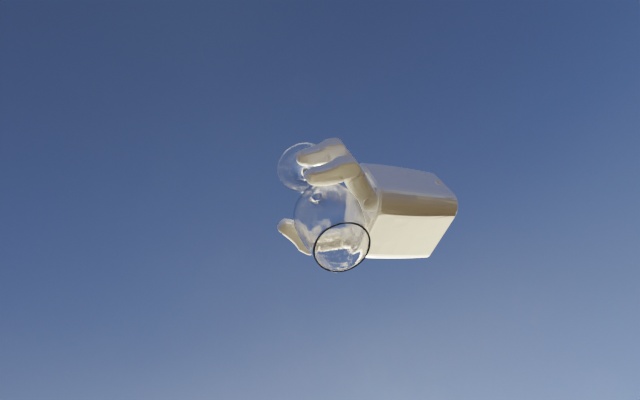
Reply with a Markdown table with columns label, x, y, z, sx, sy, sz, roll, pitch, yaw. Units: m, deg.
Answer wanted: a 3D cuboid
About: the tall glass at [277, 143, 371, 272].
| label | x | y | z | sx | sy | sz | roll | pitch | yaw |
| --- | --- | --- | --- | --- | --- | --- | --- | --- | --- |
| tall glass | 0.000 | 0.002 | 0.573 | 0.079 | 0.079 | 0.201 | 0 | 28 | -15 |
